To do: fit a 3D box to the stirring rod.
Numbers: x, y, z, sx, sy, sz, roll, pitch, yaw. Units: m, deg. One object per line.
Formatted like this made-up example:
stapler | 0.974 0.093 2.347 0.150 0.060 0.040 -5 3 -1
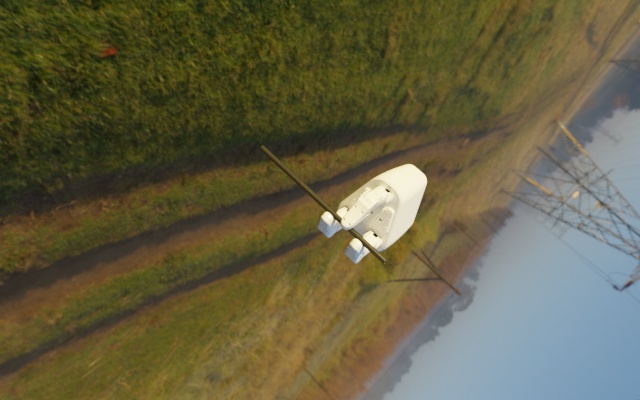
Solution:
stirring rod | 0.000 0.002 0.657 0.239 0.011 0.011 43 14 16
